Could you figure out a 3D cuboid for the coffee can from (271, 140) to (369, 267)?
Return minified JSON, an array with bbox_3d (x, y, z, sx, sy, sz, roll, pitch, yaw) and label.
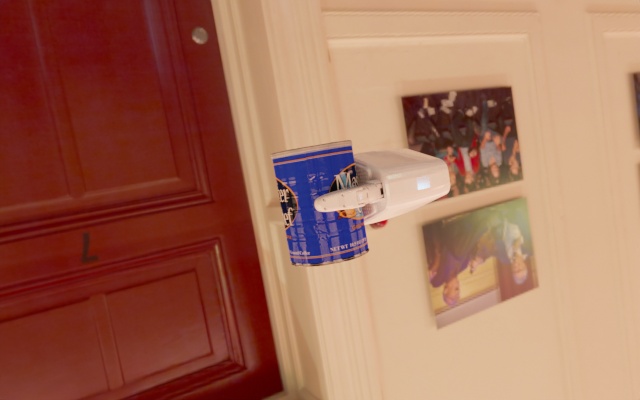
[{"bbox_3d":[0.000,0.002,0.601,0.103,0.140,0.103,-10,5,1],"label":"coffee can"}]
